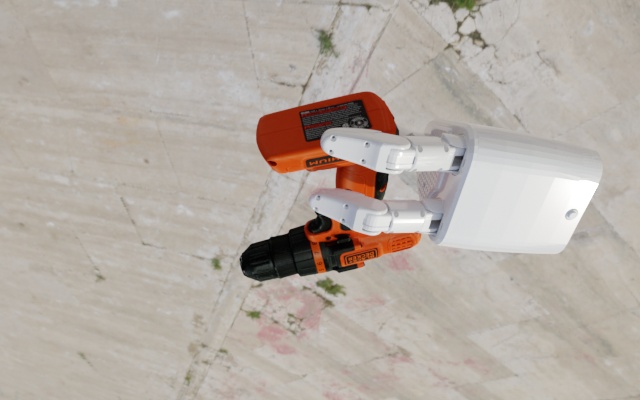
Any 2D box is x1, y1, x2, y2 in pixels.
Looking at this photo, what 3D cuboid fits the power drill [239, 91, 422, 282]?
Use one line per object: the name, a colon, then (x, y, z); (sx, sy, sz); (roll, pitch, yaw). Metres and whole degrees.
power drill: (0.000, 0.001, 0.427); (0.184, 0.057, 0.188); (-15, -38, -2)
